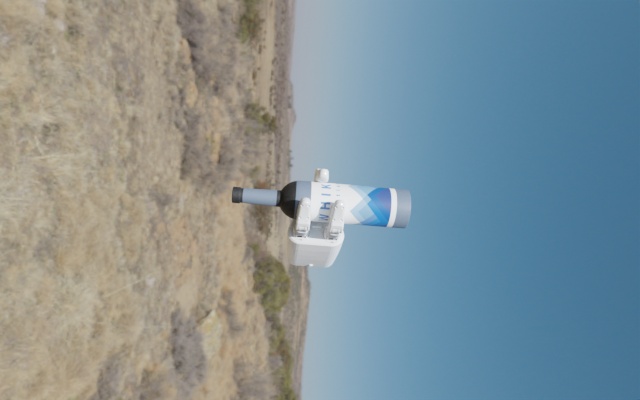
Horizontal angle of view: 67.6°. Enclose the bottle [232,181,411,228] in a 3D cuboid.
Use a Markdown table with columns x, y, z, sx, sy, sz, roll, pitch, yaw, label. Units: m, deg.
| x | y | z | sx | sy | sz | roll | pitch | yaw | label |
| --- | --- | --- | --- | --- | --- | --- | --- | --- | --- |
| 0.000 | 0.003 | 0.805 | 0.296 | 0.069 | 0.069 | 5 | 0 | -5 | bottle |
